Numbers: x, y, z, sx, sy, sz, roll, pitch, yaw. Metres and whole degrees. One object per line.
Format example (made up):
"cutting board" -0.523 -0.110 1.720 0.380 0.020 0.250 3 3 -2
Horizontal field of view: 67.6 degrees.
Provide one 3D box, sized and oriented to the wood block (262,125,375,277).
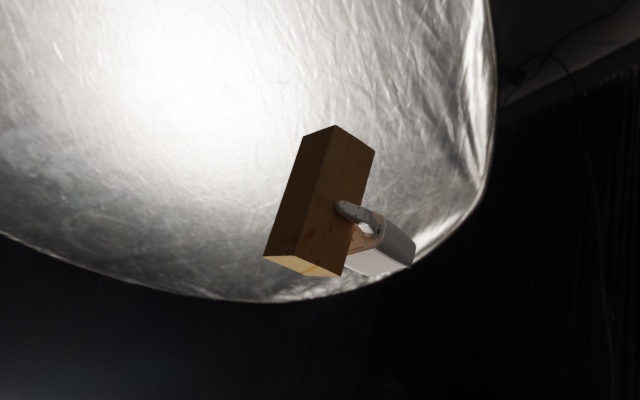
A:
"wood block" 0.001 0.003 0.723 0.090 0.206 0.091 29 -22 -32
